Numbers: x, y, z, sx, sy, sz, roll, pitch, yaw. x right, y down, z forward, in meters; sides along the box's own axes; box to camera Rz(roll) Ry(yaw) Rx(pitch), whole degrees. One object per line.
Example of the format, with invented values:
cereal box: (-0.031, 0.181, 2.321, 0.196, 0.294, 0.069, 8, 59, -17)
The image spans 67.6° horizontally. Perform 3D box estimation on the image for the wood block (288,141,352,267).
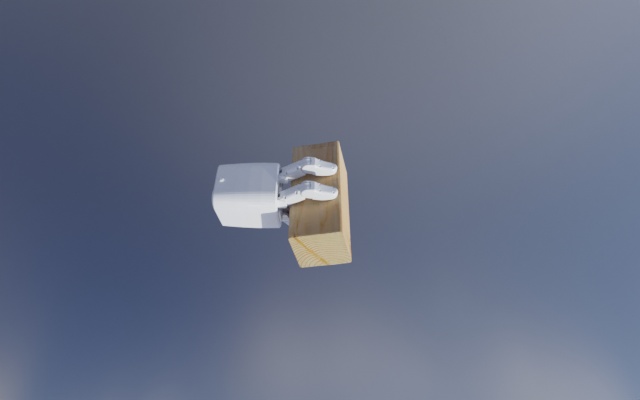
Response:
wood block: (0.000, 0.003, 0.835, 0.090, 0.206, 0.091, -7, -41, 9)
